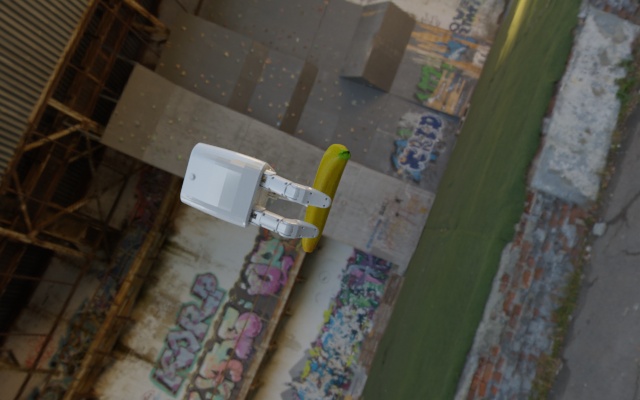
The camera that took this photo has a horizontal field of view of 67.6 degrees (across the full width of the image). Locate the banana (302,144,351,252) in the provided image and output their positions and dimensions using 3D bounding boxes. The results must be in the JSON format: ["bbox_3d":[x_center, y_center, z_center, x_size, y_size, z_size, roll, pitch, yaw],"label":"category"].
[{"bbox_3d":[0.005,-0.011,0.702,0.037,0.198,0.069,18,38,0],"label":"banana"}]
